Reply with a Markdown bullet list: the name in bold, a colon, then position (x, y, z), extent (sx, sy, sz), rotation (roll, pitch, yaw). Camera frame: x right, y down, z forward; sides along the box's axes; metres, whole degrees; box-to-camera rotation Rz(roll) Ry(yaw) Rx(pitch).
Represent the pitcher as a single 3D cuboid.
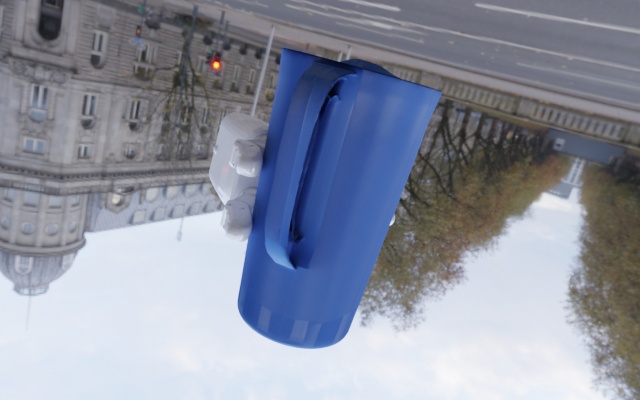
- **pitcher**: position (0.000, 0.001, 0.408), extent (0.149, 0.243, 0.145), rotation (7, 16, -29)
